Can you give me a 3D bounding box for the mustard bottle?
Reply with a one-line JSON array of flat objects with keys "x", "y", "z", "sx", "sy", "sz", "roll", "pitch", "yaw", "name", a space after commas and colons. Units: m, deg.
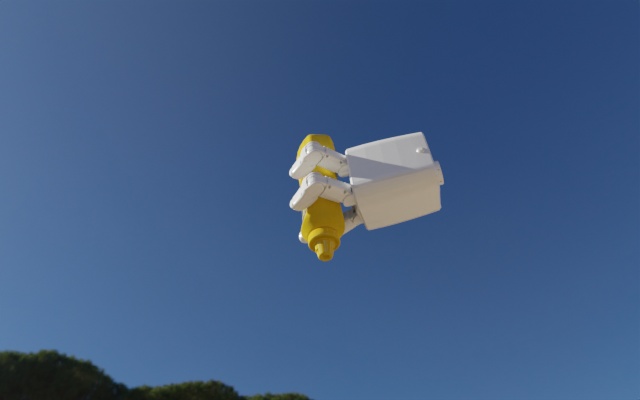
[{"x": 0.000, "y": 0.002, "z": 0.659, "sx": 0.058, "sy": 0.191, "sz": 0.096, "roll": 3, "pitch": -44, "yaw": -9, "name": "mustard bottle"}]
